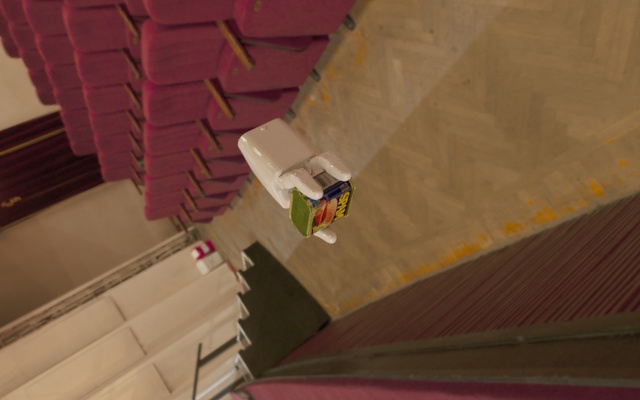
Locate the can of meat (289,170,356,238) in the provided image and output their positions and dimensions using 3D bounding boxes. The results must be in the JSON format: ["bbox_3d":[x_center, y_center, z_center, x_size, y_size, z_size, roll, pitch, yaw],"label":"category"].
[{"bbox_3d":[0.000,0.003,0.740,0.084,0.057,0.102,-30,-26,-25],"label":"can of meat"}]
